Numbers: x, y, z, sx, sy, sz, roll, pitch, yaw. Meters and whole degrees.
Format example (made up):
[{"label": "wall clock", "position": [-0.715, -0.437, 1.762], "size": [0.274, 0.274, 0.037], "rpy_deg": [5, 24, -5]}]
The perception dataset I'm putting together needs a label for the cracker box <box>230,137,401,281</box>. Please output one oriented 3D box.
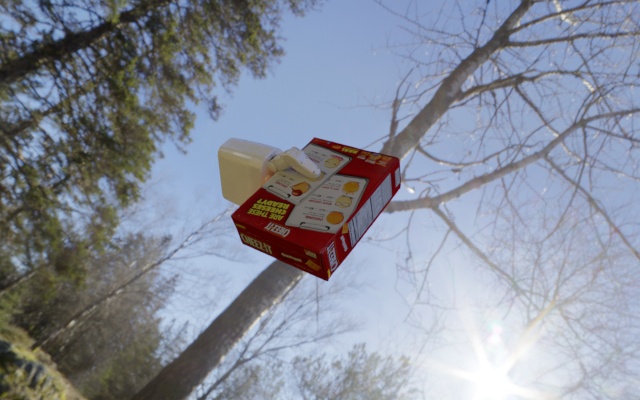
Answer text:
[{"label": "cracker box", "position": [0.000, 0.002, 0.721], "size": [0.164, 0.072, 0.213], "rpy_deg": [19, 50, 32]}]
